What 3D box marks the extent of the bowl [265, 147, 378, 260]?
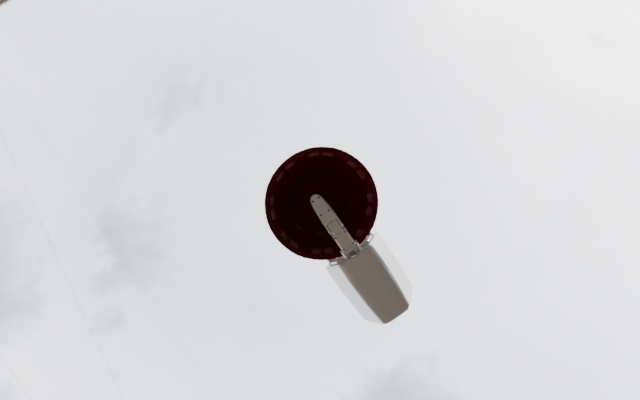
[{"bbox_3d":[0.000,0.001,0.699,0.162,0.162,0.055,0,8,-5],"label":"bowl"}]
